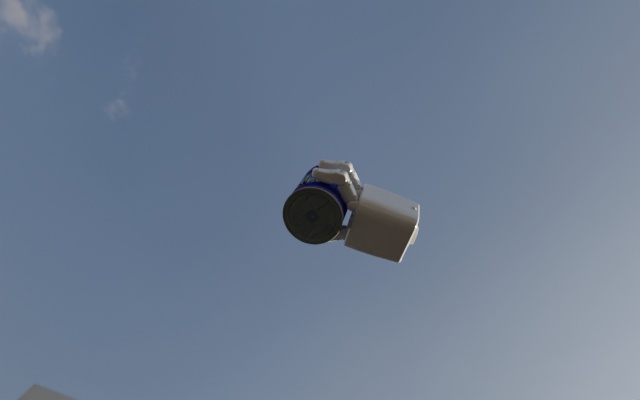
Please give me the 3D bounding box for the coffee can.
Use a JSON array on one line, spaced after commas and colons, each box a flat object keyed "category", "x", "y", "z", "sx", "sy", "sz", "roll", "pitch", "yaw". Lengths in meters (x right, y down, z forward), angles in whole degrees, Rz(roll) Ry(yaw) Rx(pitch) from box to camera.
[{"category": "coffee can", "x": 0.000, "y": 0.003, "z": 0.853, "sx": 0.103, "sy": 0.103, "sz": 0.140, "roll": 0, "pitch": 21, "yaw": 12}]
